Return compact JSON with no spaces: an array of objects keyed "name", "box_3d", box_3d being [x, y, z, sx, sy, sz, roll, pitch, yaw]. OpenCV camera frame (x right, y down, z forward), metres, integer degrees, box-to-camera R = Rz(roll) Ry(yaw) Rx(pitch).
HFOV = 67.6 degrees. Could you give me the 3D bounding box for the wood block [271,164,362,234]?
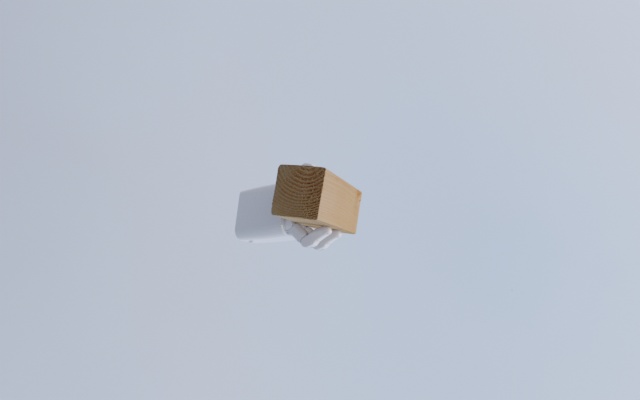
[{"name":"wood block","box_3d":[0.000,0.003,0.887,0.090,0.091,0.206,6,-8,23]}]
